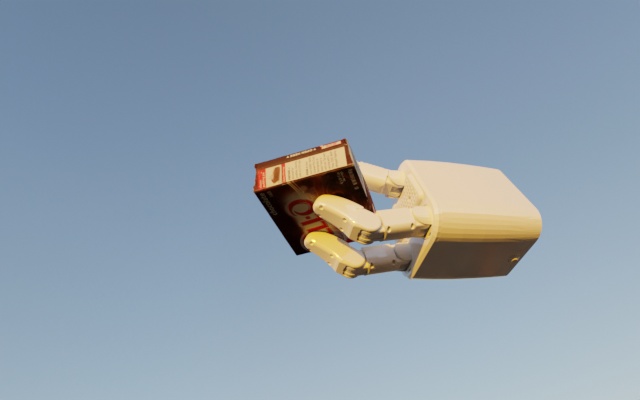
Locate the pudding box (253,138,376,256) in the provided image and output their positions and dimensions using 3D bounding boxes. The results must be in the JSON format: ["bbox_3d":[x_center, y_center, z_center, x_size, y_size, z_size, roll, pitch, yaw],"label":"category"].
[{"bbox_3d":[0.000,0.001,0.446,0.090,0.039,0.114,-16,-42,10],"label":"pudding box"}]
